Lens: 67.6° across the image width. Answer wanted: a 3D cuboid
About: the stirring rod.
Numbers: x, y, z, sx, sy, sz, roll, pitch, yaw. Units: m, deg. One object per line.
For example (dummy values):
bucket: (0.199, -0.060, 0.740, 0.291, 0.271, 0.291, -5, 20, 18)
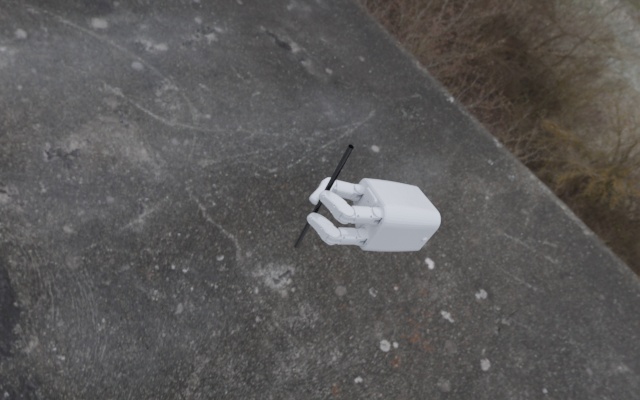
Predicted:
stirring rod: (0.000, 0.002, 0.737, 0.011, 0.011, 0.240, 0, -39, -27)
